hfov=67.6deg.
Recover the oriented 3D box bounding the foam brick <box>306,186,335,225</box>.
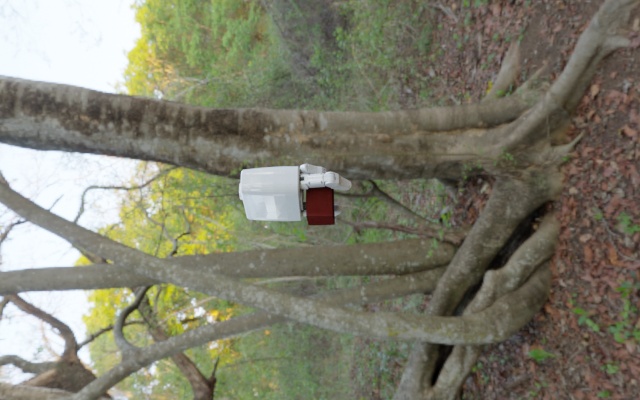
[{"bbox_3d":[0.000,0.003,0.886,0.051,0.078,0.053,-2,-21,2],"label":"foam brick"}]
